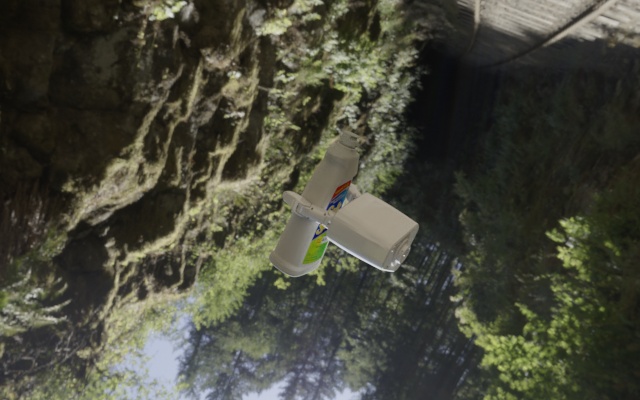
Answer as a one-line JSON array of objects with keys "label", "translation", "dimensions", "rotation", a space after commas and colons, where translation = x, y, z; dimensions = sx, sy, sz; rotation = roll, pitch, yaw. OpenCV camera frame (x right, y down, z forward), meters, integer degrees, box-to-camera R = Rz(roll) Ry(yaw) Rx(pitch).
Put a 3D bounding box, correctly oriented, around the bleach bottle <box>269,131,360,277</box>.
[{"label": "bleach bottle", "translation": [0.000, 0.003, 0.805], "dimensions": [0.068, 0.251, 0.102], "rotation": [32, 20, 25]}]
